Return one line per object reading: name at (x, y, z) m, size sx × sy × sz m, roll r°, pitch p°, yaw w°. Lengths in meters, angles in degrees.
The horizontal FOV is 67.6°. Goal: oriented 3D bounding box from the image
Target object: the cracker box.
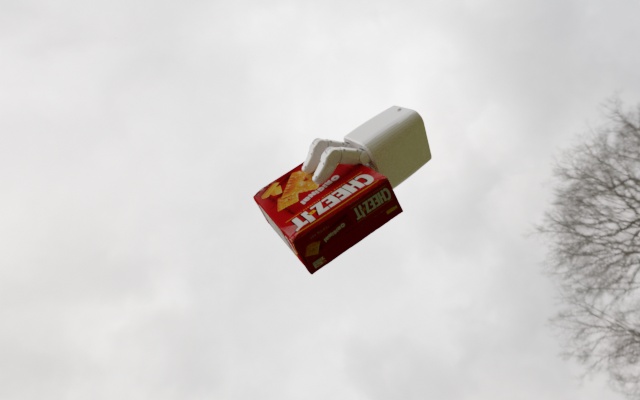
cracker box at (0.000, 0.003, 0.749) m, size 0.164 × 0.072 × 0.213 m, roll -34°, pitch 27°, yaw -9°
